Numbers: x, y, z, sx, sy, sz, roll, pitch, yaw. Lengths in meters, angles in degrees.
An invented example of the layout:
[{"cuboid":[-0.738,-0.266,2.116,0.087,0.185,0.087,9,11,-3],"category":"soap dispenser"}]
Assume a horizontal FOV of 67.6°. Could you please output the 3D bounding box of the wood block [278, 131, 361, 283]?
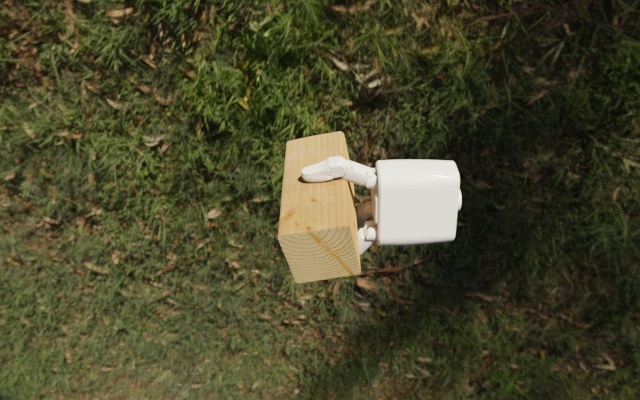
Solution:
[{"cuboid":[0.000,0.002,0.669,0.090,0.091,0.206,-9,40,8],"category":"wood block"}]
